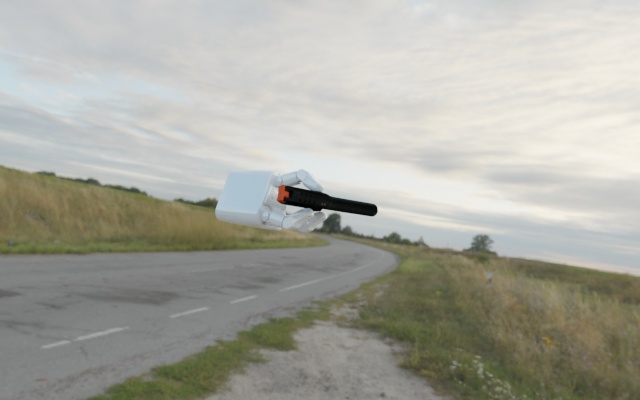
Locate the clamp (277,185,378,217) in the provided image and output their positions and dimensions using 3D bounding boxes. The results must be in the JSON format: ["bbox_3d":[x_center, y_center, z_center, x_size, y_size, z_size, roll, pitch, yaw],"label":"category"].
[{"bbox_3d":[0.000,0.002,0.868,0.164,0.036,0.210,3,-7,27],"label":"clamp"}]
